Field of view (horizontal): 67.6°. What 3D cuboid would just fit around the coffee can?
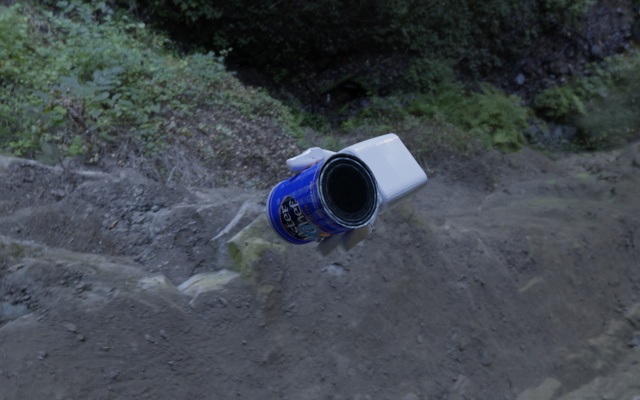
[{"bbox_3d":[0.000,0.002,0.677,0.103,0.102,0.140,0,-13,-34],"label":"coffee can"}]
